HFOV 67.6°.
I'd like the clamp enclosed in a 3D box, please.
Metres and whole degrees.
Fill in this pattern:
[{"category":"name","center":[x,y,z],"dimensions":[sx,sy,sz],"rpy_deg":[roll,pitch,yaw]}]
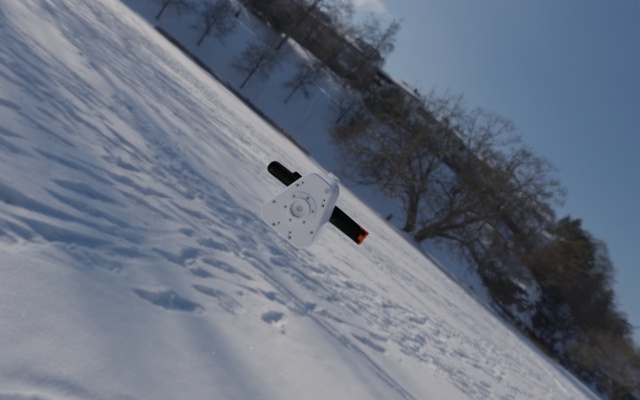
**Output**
[{"category":"clamp","center":[0.001,0.003,0.884],"dimensions":[0.210,0.036,0.164],"rpy_deg":[39,5,4]}]
